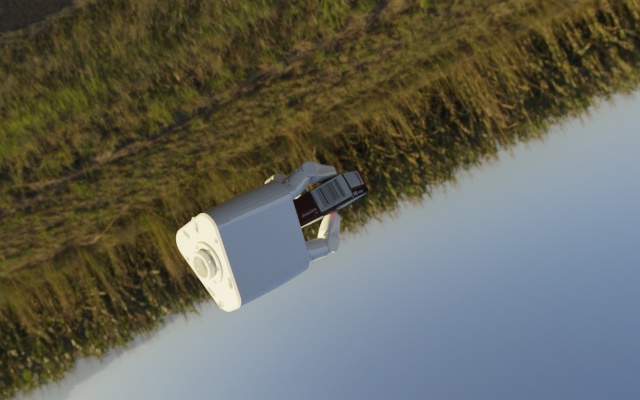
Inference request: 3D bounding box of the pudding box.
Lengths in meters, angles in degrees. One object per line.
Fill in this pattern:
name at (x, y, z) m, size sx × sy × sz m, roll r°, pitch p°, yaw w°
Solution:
pudding box at (0.000, 0.002, 0.631) m, size 0.113 × 0.039 × 0.090 m, roll -27°, pitch -1°, yaw 18°
